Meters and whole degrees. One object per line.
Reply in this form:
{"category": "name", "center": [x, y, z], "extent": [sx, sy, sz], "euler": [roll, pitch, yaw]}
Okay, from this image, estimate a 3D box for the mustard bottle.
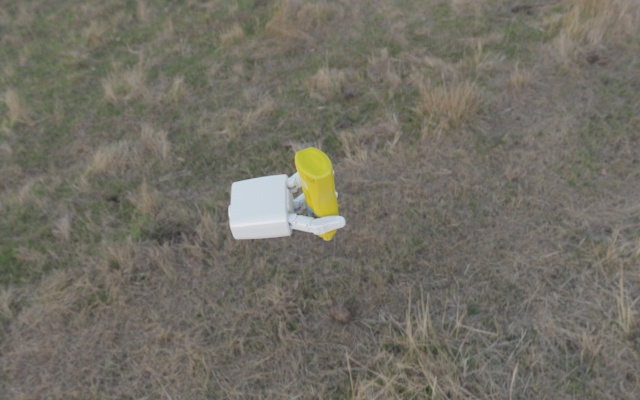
{"category": "mustard bottle", "center": [0.000, 0.003, 0.884], "extent": [0.058, 0.192, 0.096], "euler": [-23, 42, -14]}
